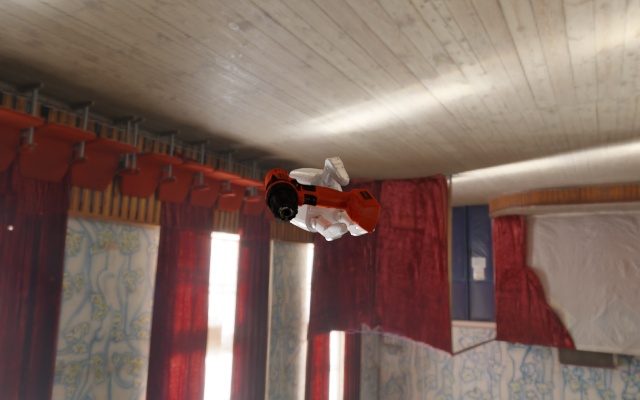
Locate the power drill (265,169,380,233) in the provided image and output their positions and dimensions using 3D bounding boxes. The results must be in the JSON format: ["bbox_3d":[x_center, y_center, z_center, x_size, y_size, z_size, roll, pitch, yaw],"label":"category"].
[{"bbox_3d":[0.000,0.003,0.794,0.187,0.057,0.184,14,17,-14],"label":"power drill"}]
